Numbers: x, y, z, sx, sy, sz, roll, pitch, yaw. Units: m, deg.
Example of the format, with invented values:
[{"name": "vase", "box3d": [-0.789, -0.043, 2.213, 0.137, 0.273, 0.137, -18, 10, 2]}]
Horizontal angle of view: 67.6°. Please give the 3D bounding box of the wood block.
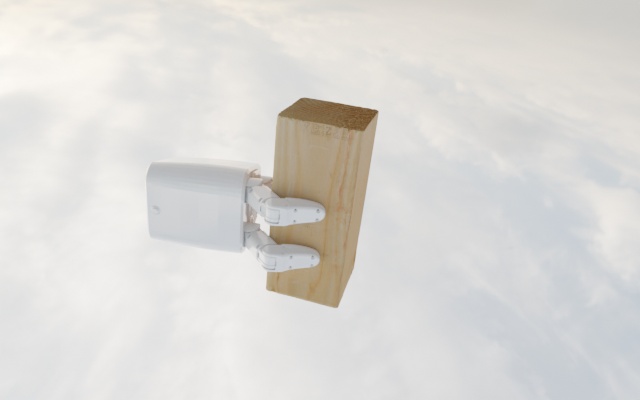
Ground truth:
[{"name": "wood block", "box3d": [0.000, 0.002, 0.532, 0.090, 0.206, 0.090, 12, 27, 11]}]
